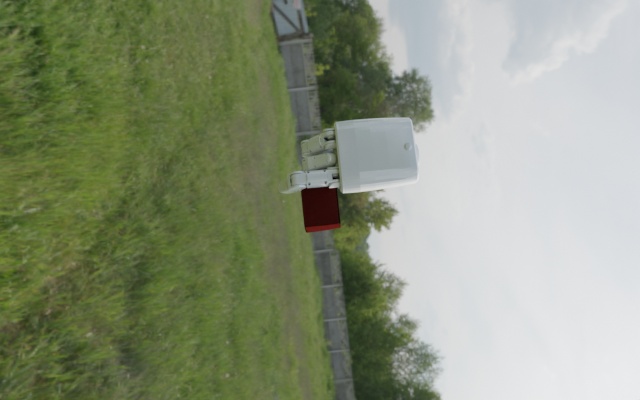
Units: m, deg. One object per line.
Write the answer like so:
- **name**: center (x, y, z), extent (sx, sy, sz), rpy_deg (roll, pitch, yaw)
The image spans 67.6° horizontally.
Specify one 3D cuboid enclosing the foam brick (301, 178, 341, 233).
- **foam brick**: center (0.000, 0.003, 0.676), extent (0.051, 0.078, 0.053), rpy_deg (-6, -10, 0)
